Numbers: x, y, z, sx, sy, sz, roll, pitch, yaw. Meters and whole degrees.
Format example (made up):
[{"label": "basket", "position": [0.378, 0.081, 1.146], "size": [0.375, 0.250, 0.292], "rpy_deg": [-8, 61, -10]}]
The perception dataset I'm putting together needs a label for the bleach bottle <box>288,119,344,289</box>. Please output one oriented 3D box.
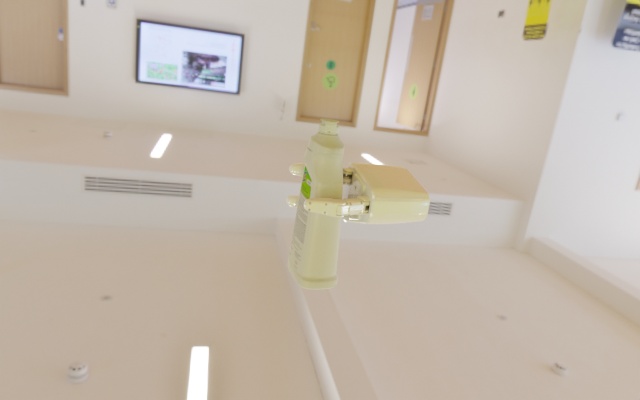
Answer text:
[{"label": "bleach bottle", "position": [0.000, 0.002, 0.737], "size": [0.068, 0.251, 0.102], "rpy_deg": [1, 17, -22]}]
